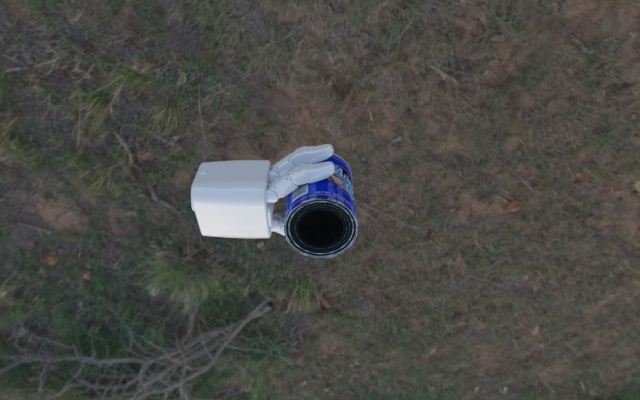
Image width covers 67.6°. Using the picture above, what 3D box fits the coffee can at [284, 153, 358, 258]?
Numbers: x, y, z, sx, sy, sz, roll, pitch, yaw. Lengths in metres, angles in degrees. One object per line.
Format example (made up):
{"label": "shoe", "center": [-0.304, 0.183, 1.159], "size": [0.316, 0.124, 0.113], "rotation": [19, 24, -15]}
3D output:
{"label": "coffee can", "center": [0.000, 0.002, 0.712], "size": [0.103, 0.103, 0.140], "rotation": [0, 33, -1]}
